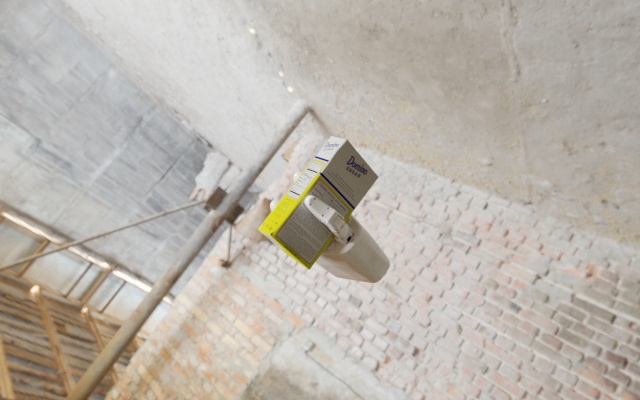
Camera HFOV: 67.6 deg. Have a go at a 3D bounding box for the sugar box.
[{"bbox_3d":[0.000,0.002,0.695,0.048,0.176,0.093,20,-20,52],"label":"sugar box"}]
